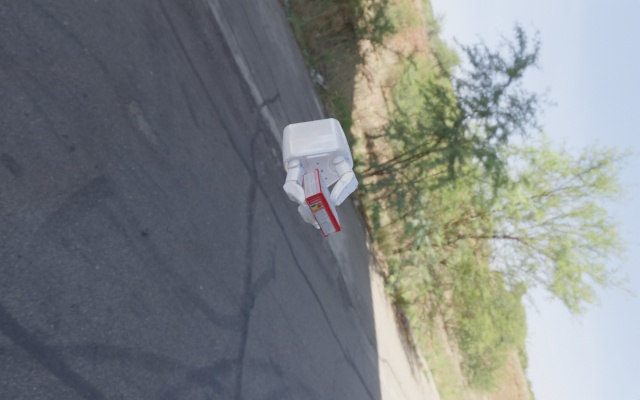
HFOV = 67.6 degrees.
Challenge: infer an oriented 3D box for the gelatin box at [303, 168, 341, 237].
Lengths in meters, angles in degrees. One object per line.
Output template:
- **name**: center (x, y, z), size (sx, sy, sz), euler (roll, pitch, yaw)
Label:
- **gelatin box**: center (0.001, 0.002, 0.737), size (0.030, 0.073, 0.089), euler (-23, 27, 7)
